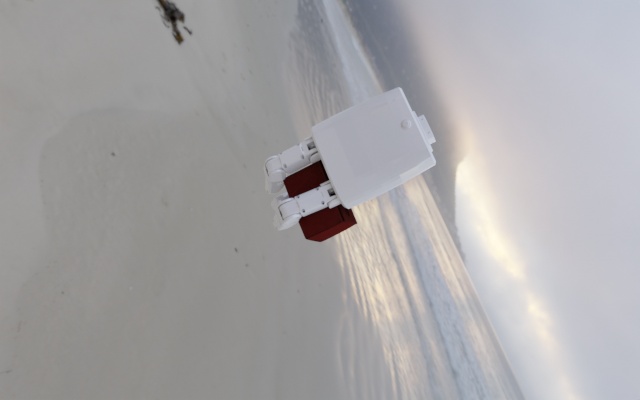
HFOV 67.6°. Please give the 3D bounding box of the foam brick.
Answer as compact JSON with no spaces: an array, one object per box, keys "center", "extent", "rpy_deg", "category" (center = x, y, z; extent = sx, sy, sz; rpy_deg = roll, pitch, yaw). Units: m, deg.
[{"center":[0.000,0.002,0.548],"extent":[0.051,0.078,0.053],"rpy_deg":[-25,-13,15],"category":"foam brick"}]
